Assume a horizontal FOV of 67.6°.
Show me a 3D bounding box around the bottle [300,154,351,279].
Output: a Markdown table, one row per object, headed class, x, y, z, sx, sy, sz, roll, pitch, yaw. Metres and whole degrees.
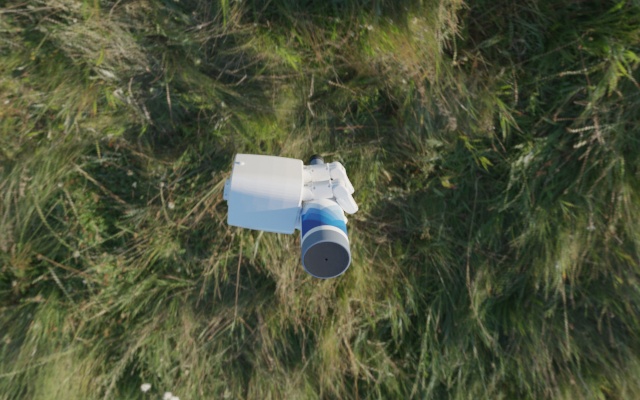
| class | x | y | z | sx | sy | sz | roll | pitch | yaw |
| --- | --- | --- | --- | --- | --- | --- | --- | --- | --- |
| bottle | 0.000 | 0.003 | 0.763 | 0.069 | 0.069 | 0.295 | 0 | 32 | -4 |
